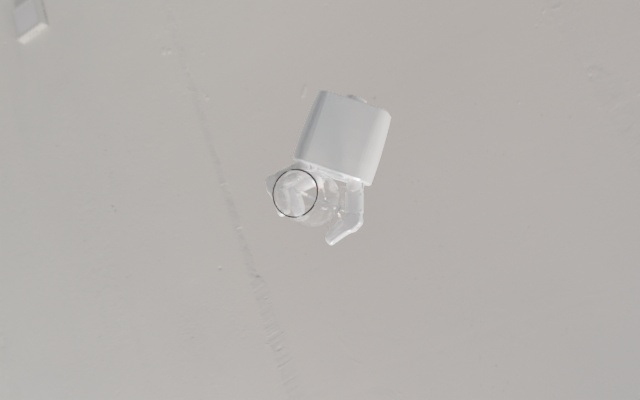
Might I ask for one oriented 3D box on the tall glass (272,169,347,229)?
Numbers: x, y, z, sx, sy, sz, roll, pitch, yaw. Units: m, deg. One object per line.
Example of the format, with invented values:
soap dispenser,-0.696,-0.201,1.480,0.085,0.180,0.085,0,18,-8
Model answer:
tall glass,0.000,0.002,0.685,0.079,0.079,0.201,0,-6,19
